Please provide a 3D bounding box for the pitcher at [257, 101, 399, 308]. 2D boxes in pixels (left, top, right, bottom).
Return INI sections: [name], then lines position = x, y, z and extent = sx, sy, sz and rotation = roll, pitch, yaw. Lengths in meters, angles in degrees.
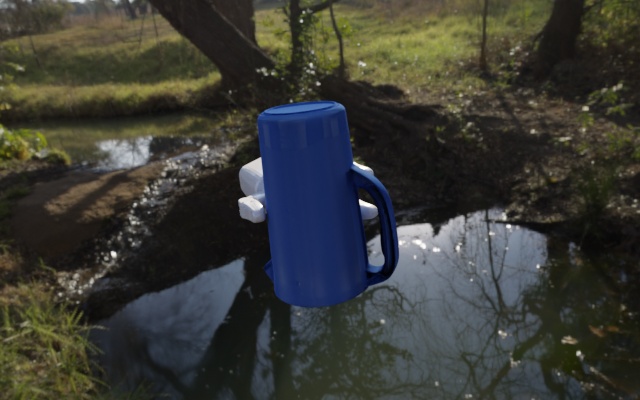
[pitcher]
position = 0.000, 0.002, 0.607
extent = 0.149, 0.243, 0.145
rotation = -14, 20, -20
